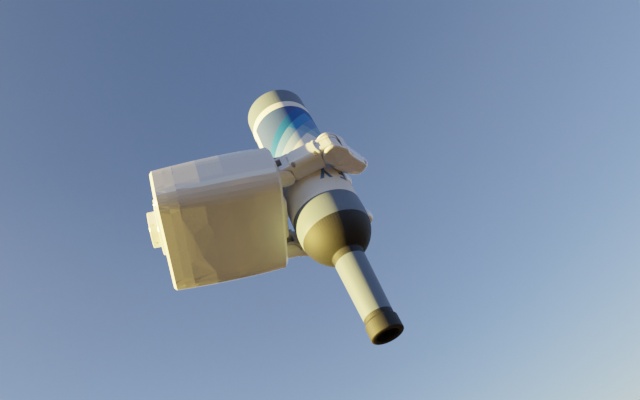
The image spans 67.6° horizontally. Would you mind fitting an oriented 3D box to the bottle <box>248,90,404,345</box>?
[{"bbox_3d":[0.000,0.001,0.454,0.069,0.069,0.295,0,43,-28],"label":"bottle"}]
